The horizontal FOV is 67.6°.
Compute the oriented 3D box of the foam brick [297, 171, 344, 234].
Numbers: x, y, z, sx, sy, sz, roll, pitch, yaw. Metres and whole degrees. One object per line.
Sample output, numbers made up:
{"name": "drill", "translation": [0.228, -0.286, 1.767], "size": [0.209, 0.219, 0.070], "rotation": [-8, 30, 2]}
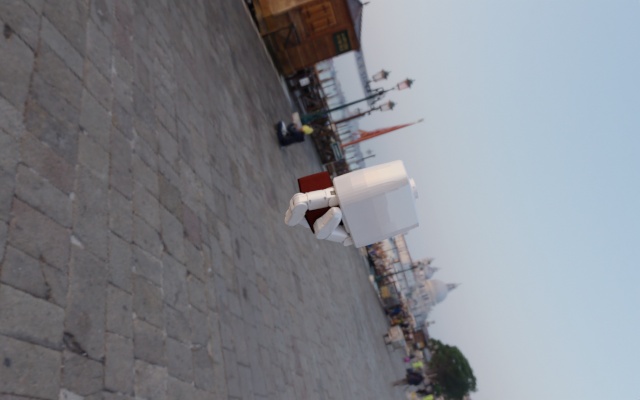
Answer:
{"name": "foam brick", "translation": [0.000, 0.002, 0.746], "size": [0.051, 0.078, 0.053], "rotation": [-17, -39, 5]}
